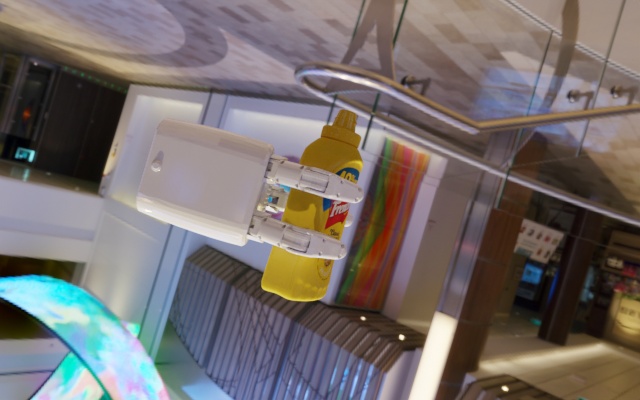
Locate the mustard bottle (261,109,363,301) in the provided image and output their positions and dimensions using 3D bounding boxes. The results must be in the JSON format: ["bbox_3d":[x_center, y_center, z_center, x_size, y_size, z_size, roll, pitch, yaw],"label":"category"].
[{"bbox_3d":[0.000,0.002,0.484,0.058,0.191,0.096,17,0,24],"label":"mustard bottle"}]
